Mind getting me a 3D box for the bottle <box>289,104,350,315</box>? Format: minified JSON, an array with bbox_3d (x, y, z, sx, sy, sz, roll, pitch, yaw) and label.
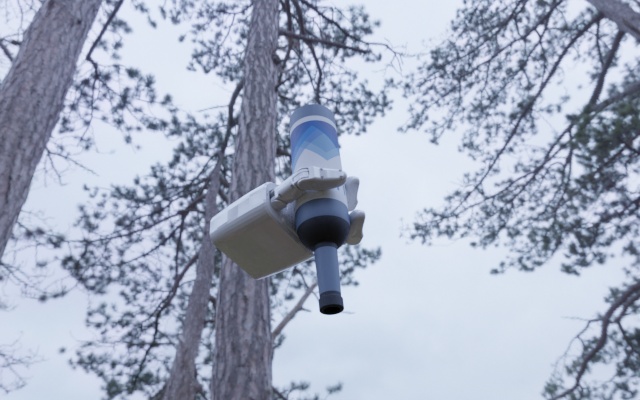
[{"bbox_3d":[0.000,0.002,0.606,0.069,0.295,0.069,-4,-37,-3],"label":"bottle"}]
